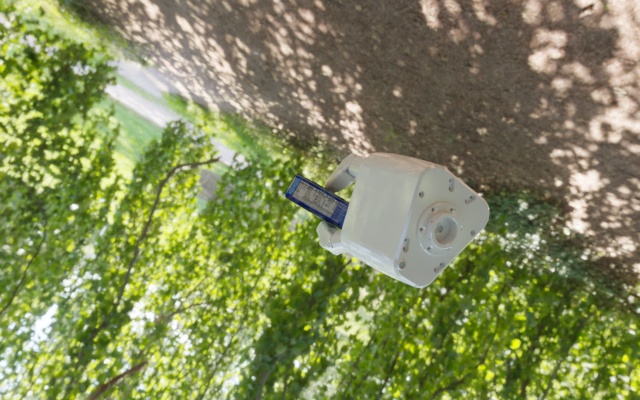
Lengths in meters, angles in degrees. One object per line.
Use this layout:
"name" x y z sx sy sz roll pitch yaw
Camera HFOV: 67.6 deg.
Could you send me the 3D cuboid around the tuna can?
"tuna can" 0.000 0.002 0.583 0.086 0.034 0.086 30 0 0
